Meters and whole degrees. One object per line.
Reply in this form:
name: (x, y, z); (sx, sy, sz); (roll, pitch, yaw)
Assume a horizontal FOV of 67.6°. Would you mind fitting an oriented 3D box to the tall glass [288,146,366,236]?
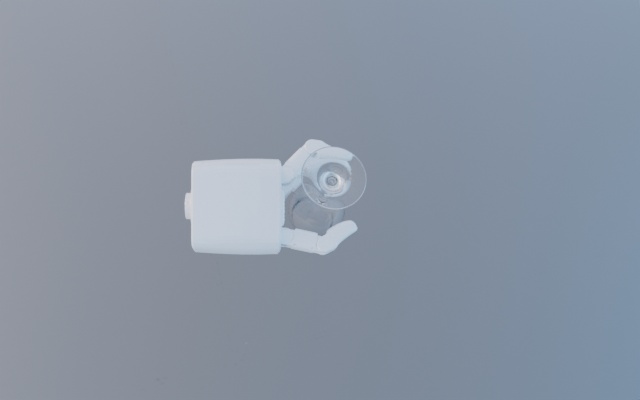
tall glass: (0.000, 0.002, 0.625); (0.079, 0.079, 0.201); (0, -16, -9)
